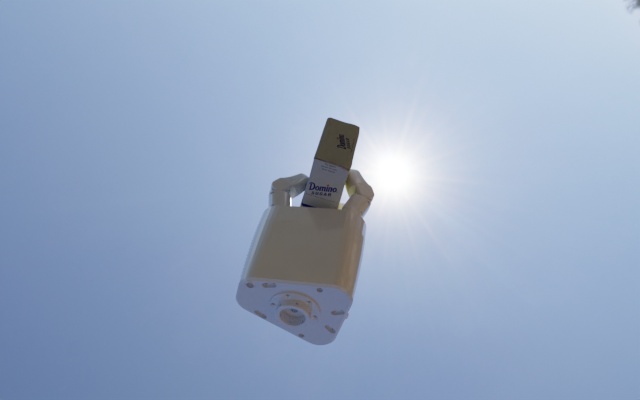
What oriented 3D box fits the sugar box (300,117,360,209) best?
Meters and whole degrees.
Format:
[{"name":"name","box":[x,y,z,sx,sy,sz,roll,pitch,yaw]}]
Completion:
[{"name":"sugar box","box":[0.001,0.002,0.564,0.048,0.176,0.093,18,39,-2]}]
